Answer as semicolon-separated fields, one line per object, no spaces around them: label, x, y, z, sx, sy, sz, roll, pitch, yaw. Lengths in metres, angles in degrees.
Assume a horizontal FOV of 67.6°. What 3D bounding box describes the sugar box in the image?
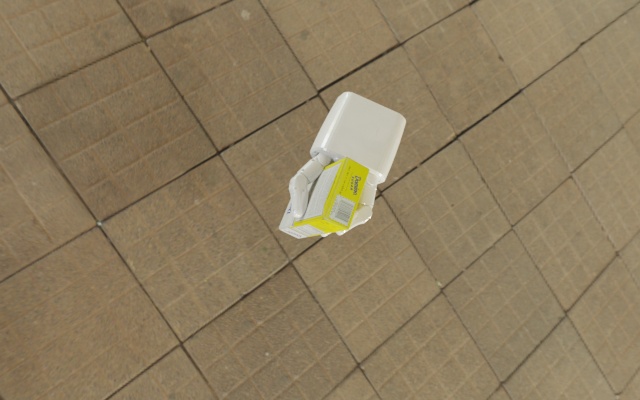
sugar box;0.001;0.002;0.699;0.048;0.093;0.176;26;-17;-16
